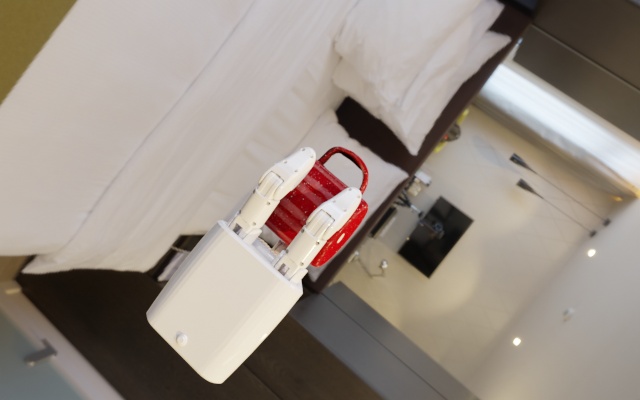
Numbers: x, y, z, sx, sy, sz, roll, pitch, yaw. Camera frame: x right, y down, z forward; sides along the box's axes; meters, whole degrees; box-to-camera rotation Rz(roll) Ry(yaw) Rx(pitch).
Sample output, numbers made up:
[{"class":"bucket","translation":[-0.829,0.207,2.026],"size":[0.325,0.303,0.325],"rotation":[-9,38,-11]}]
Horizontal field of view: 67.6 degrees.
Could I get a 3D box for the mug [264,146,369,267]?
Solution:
[{"class":"mug","translation":[0.001,0.001,0.470],"size":[0.081,0.117,0.093],"rotation":[40,0,13]}]
